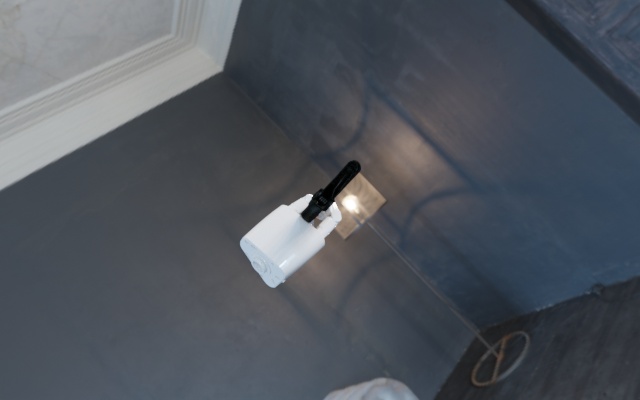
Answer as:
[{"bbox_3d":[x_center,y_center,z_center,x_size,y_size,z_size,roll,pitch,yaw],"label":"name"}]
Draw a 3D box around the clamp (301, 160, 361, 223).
[{"bbox_3d":[0.000,0.002,0.831,0.120,0.039,0.171,-38,-8,-33],"label":"clamp"}]
